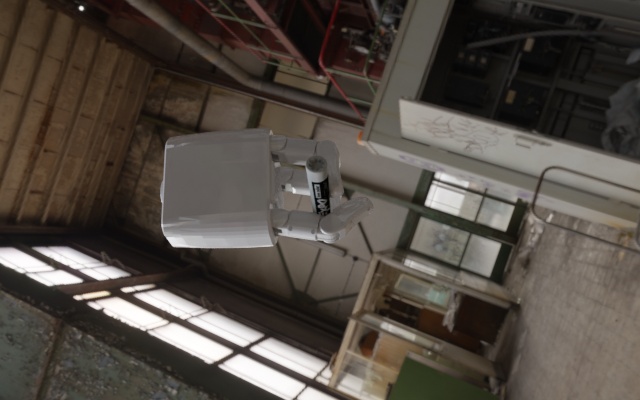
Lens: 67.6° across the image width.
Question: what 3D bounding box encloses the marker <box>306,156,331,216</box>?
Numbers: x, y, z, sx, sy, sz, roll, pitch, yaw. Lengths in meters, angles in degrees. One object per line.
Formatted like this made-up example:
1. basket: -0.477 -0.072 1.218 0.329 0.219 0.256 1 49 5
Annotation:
1. marker: 0.000 0.001 0.455 0.020 0.020 0.121 0 -33 4
